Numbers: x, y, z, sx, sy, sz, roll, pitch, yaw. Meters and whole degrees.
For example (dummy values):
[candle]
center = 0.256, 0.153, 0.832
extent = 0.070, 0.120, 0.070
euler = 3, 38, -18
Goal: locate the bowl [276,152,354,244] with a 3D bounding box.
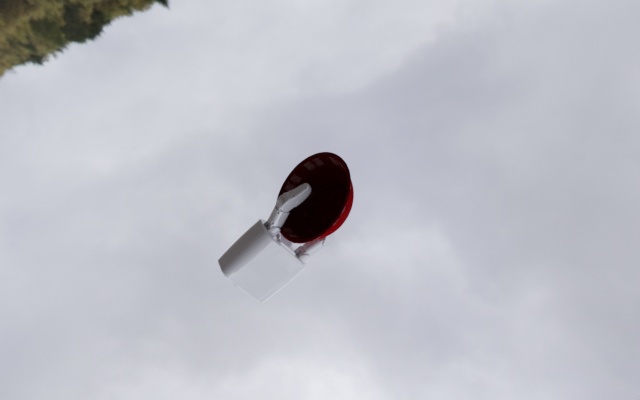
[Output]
[bowl]
center = 0.001, 0.002, 0.795
extent = 0.162, 0.162, 0.055
euler = 0, -22, 44
